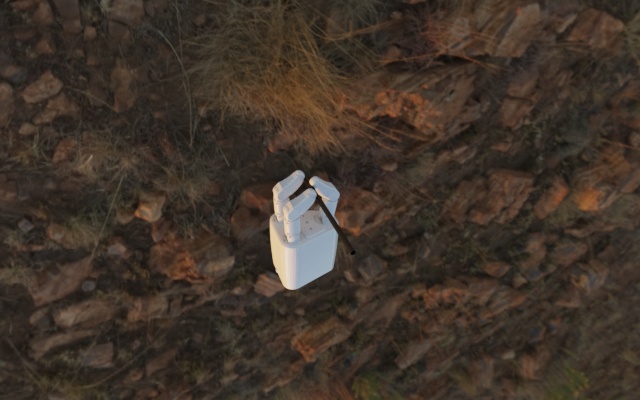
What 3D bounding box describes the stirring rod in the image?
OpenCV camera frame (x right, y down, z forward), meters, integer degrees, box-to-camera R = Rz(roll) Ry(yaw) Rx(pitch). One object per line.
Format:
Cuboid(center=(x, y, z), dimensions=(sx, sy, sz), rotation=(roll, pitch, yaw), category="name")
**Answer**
Cuboid(center=(0.000, 0.002, 0.732), dimensions=(0.011, 0.011, 0.239), rotation=(0, 35, -26), category="stirring rod")
